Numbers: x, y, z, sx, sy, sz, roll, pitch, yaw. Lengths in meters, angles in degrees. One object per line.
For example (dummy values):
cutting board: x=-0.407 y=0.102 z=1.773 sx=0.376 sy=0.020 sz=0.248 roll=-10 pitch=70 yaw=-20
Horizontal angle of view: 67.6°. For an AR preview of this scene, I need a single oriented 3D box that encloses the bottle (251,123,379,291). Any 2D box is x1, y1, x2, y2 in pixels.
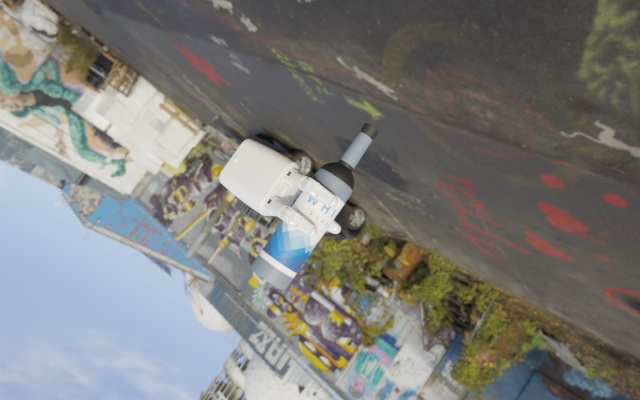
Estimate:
bottle: x=0.000 y=0.003 z=0.763 sx=0.069 sy=0.295 sz=0.069 roll=34 pitch=-5 yaw=3
